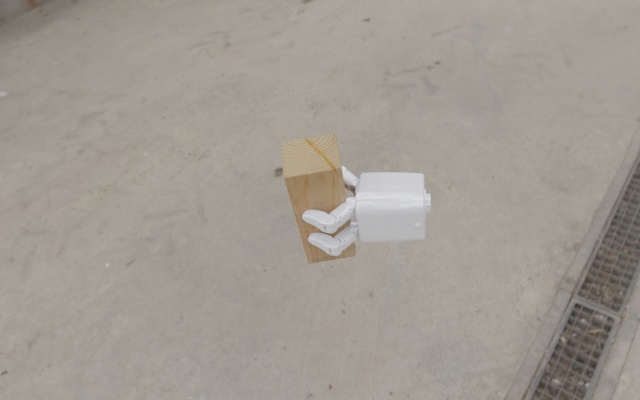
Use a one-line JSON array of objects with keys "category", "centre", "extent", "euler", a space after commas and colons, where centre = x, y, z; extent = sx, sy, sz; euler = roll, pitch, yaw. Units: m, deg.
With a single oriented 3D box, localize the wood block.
[{"category": "wood block", "centre": [0.000, 0.002, 0.803], "extent": [0.090, 0.206, 0.090], "euler": [-10, 43, 2]}]
